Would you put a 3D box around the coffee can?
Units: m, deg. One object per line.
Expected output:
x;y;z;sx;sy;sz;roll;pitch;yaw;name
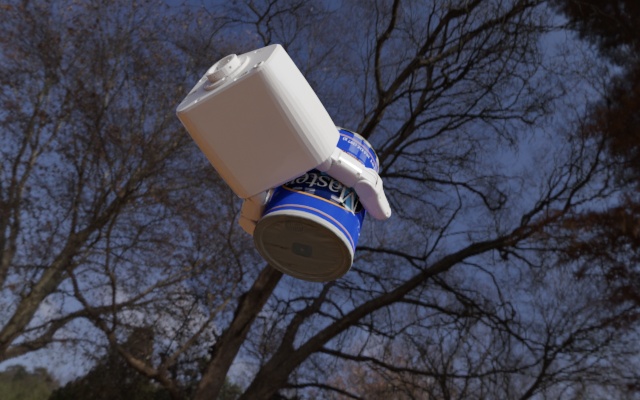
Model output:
0.000;0.002;0.517;0.103;0.103;0.140;0;44;22;coffee can
